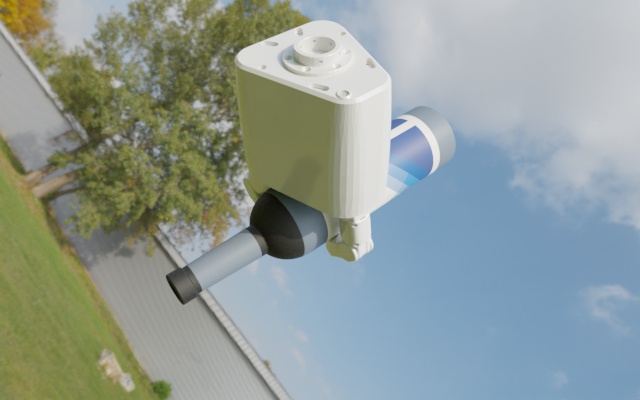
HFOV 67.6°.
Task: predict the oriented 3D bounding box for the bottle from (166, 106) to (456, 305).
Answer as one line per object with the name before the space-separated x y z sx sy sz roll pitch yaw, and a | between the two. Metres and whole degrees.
bottle | 0.000 0.001 0.434 0.295 0.069 0.069 -31 14 -25
